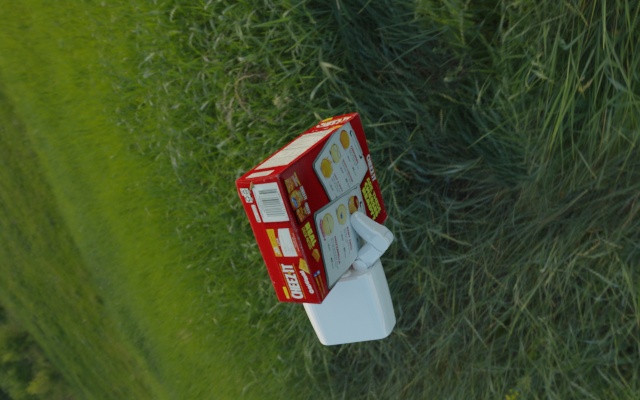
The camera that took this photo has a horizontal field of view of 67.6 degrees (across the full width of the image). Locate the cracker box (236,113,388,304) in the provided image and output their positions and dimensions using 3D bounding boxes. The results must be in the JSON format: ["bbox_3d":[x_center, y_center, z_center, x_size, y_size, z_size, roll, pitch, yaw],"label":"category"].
[{"bbox_3d":[0.000,0.002,0.610,0.072,0.164,0.213,-4,24,32],"label":"cracker box"}]
